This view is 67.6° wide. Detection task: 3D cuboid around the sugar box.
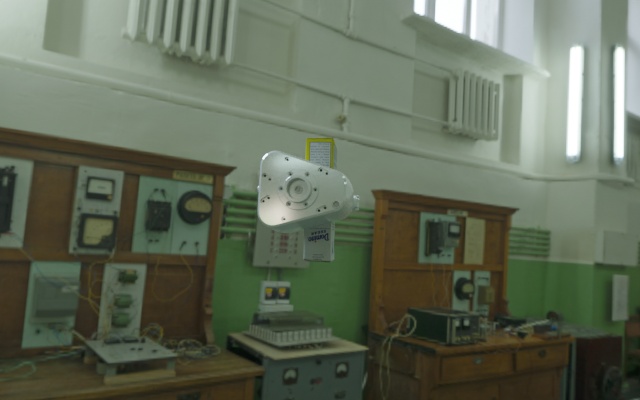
[{"bbox_3d":[0.000,0.002,0.713,0.048,0.176,0.093,3,-5,5],"label":"sugar box"}]
